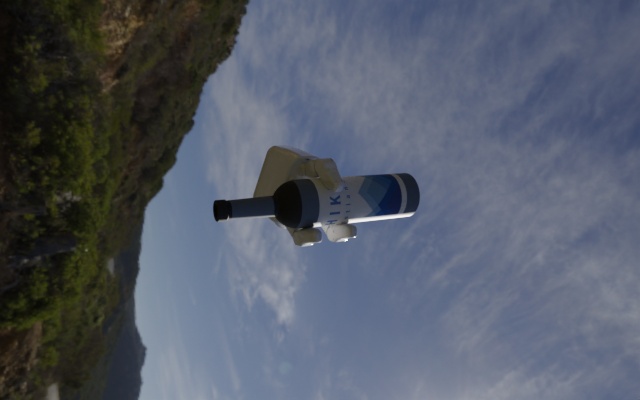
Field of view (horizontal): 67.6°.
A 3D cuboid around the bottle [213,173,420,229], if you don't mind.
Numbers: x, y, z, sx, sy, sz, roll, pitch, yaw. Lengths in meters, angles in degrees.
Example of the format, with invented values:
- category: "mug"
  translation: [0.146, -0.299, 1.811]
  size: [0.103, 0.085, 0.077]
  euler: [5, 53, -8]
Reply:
- category: "bottle"
  translation: [0.000, 0.002, 0.661]
  size: [0.296, 0.069, 0.069]
  euler: [-5, 2, -27]
